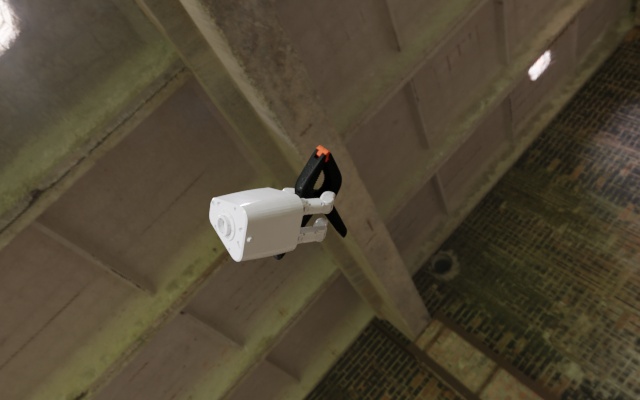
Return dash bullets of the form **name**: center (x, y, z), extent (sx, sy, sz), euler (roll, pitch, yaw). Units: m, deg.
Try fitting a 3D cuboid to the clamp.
- **clamp**: center (0.000, 0.002, 0.853), extent (0.164, 0.210, 0.036), euler (-9, 34, -39)
